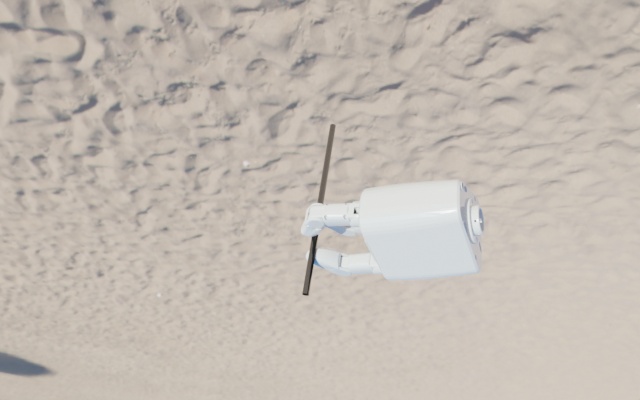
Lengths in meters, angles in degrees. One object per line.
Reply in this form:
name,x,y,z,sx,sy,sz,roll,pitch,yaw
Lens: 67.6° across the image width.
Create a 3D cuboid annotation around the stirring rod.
stirring rod,0.000,0.002,0.596,0.011,0.239,0.011,7,-29,4
